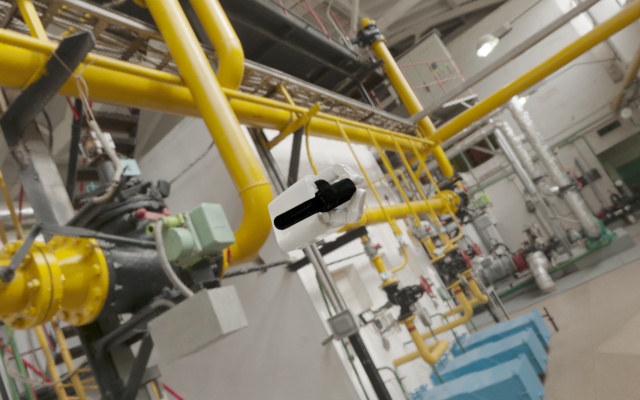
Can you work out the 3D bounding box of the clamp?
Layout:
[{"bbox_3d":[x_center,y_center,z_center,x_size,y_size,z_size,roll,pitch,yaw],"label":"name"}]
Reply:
[{"bbox_3d":[0.000,0.002,0.780,0.120,0.039,0.171,-32,-13,27],"label":"clamp"}]
